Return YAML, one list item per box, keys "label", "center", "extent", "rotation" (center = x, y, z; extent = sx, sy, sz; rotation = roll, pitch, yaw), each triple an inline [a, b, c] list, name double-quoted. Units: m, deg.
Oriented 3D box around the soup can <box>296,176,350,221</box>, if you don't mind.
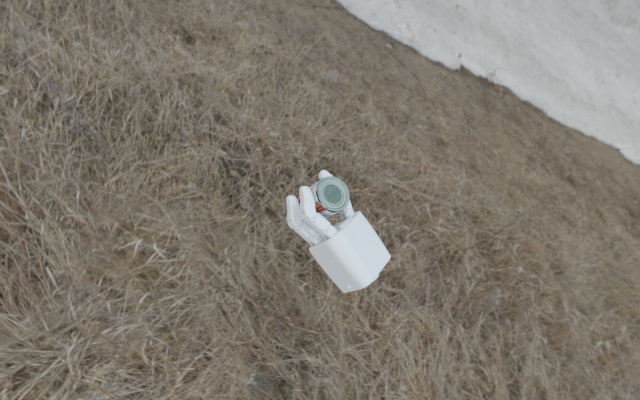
- label: "soup can"
  center: [0.000, 0.002, 0.871]
  extent: [0.068, 0.068, 0.102]
  rotation: [0, -16, -28]
